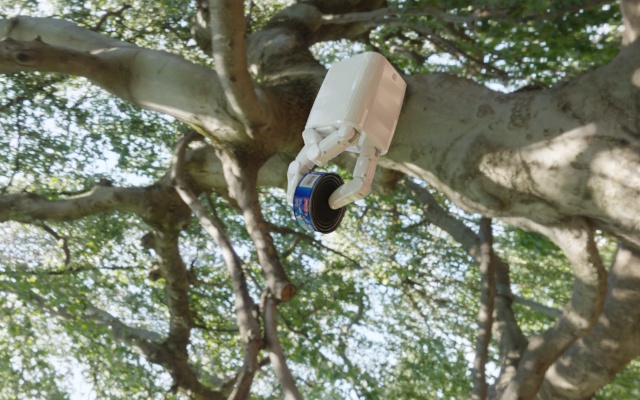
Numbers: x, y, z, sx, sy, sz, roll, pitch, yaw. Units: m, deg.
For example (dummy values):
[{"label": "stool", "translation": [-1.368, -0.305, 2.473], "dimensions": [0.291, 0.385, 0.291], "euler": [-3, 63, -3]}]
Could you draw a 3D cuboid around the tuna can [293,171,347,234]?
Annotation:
[{"label": "tuna can", "translation": [0.000, 0.002, 0.662], "dimensions": [0.034, 0.086, 0.086], "euler": [8, 5, 36]}]
